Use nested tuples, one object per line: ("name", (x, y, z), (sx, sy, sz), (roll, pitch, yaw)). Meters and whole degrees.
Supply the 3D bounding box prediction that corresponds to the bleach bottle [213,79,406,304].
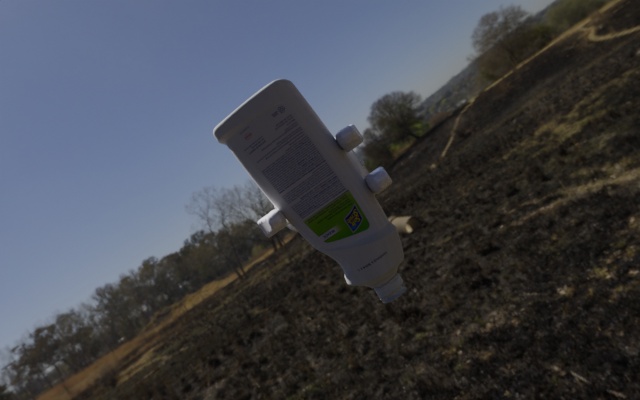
("bleach bottle", (0.000, 0.002, 0.504), (0.102, 0.251, 0.068), (-35, 0, 17))
